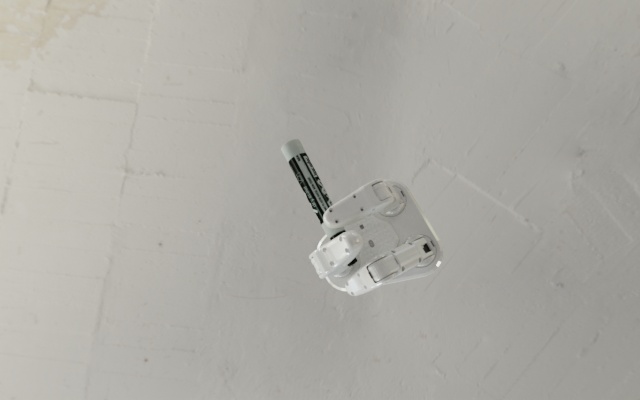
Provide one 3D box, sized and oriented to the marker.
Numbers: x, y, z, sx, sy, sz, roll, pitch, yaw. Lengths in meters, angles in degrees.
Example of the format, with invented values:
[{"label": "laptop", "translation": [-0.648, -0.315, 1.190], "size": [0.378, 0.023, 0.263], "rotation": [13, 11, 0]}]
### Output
[{"label": "marker", "translation": [0.000, 0.001, 0.415], "size": [0.020, 0.121, 0.020], "rotation": [-26, -13, -7]}]
